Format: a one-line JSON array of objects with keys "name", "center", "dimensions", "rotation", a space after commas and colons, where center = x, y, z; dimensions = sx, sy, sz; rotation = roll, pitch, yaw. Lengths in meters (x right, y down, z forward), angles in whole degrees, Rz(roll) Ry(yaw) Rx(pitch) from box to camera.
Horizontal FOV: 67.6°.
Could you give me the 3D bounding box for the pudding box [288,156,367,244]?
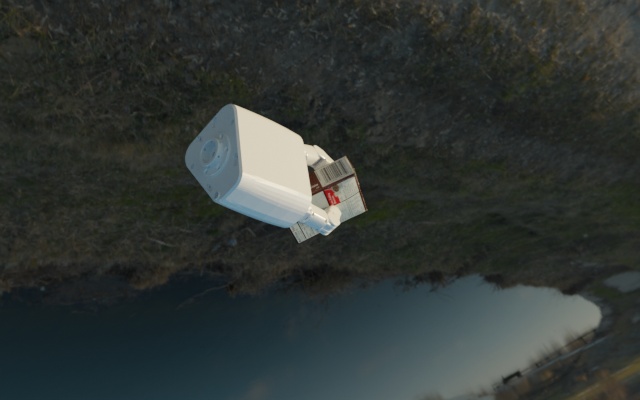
[{"name": "pudding box", "center": [0.000, 0.002, 0.642], "dimensions": [0.113, 0.039, 0.090], "rotation": [-24, -36, 0]}]
